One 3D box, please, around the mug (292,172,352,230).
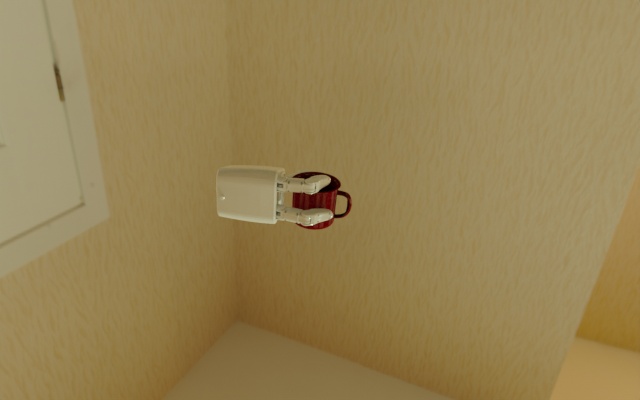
[{"bbox_3d":[0.002,0.003,0.893,0.117,0.081,0.093,7,27,5],"label":"mug"}]
